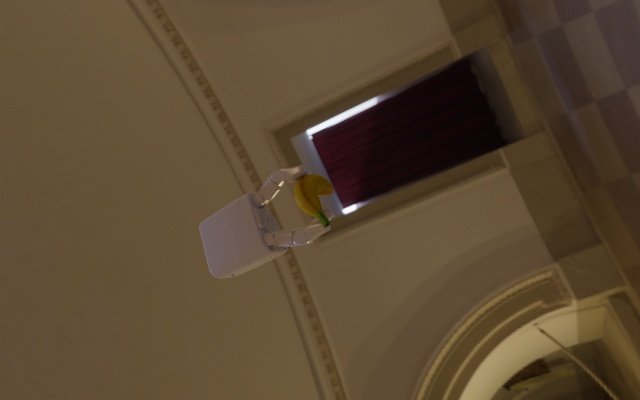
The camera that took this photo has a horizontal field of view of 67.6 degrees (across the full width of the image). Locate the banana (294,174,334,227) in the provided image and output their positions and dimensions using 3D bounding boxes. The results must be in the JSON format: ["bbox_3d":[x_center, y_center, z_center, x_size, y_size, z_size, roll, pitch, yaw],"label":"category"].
[{"bbox_3d":[-0.011,-0.011,0.776,0.037,0.069,0.197,-33,12,13],"label":"banana"}]
